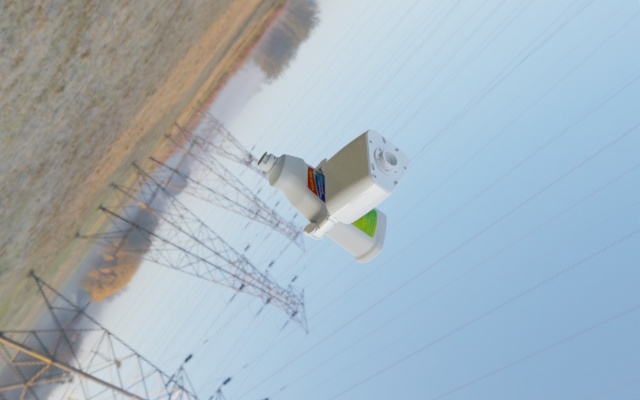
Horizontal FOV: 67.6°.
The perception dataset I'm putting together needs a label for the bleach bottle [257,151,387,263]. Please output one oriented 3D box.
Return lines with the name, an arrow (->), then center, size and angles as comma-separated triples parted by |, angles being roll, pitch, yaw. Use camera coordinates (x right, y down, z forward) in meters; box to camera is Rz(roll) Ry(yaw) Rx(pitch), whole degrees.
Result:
bleach bottle -> 0.000, 0.003, 0.823 | 0.251, 0.102, 0.068 | 34, -45, -18
